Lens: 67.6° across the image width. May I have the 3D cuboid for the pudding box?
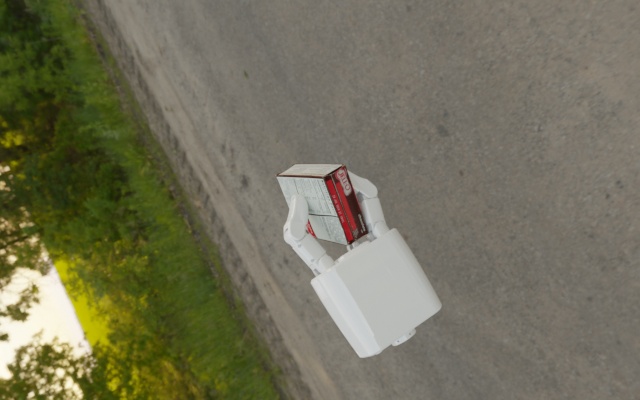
[{"bbox_3d":[0.000,0.002,0.582,0.039,0.090,0.113,-31,20,-31],"label":"pudding box"}]
